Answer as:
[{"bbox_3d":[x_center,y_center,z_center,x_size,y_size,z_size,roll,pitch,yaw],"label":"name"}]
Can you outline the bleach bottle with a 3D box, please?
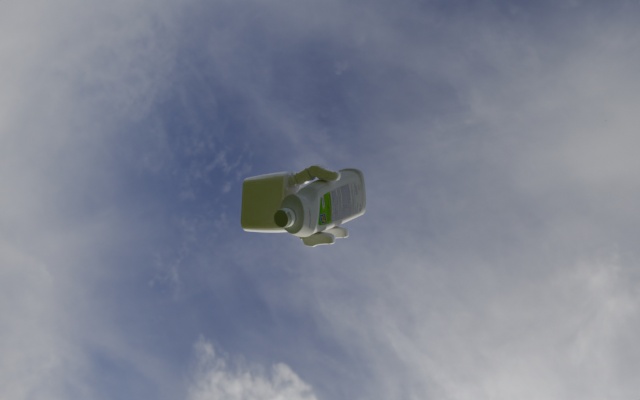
[{"bbox_3d":[0.000,0.003,0.865,0.068,0.102,0.251,-3,7,31],"label":"bleach bottle"}]
